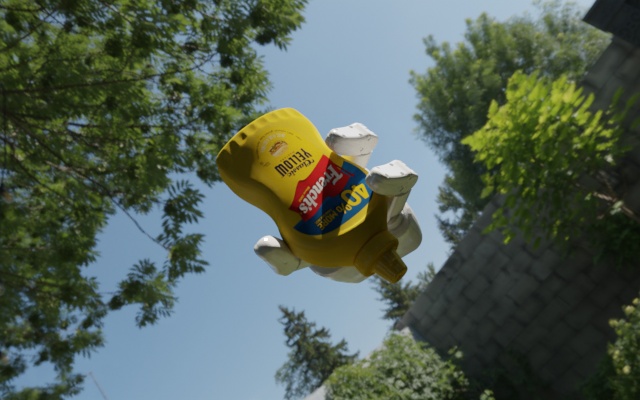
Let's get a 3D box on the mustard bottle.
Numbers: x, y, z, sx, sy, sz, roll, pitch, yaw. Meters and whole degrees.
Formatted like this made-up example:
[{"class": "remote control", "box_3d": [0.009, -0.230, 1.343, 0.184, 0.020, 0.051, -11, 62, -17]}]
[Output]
[{"class": "mustard bottle", "box_3d": [0.000, 0.001, 0.417, 0.096, 0.191, 0.058, -37, -27, -20]}]
